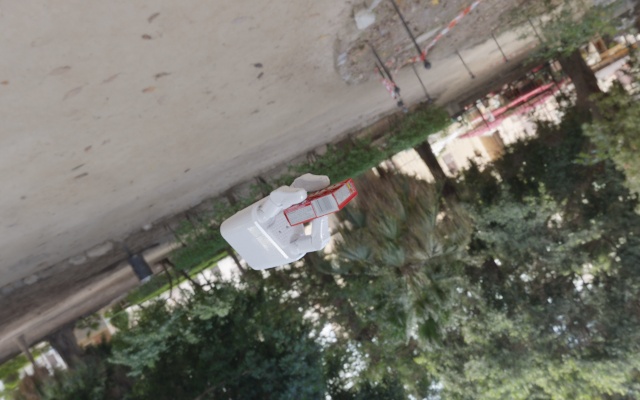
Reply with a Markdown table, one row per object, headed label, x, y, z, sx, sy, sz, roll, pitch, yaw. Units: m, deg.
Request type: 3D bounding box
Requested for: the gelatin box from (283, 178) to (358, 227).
| label | x | y | z | sx | sy | sz | roll | pitch | yaw |
| --- | --- | --- | --- | --- | --- | --- | --- | --- | --- |
| gelatin box | 0.001 | 0.003 | 0.697 | 0.089 | 0.030 | 0.073 | -20 | 9 | 31 |
